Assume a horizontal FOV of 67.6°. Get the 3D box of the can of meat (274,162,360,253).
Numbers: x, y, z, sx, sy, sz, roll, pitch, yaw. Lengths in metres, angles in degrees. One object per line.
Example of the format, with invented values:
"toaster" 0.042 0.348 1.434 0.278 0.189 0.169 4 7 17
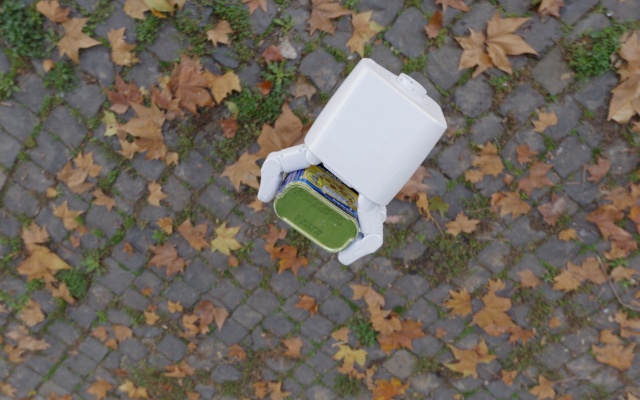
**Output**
"can of meat" 0.000 0.002 0.550 0.102 0.057 0.084 35 26 -11
